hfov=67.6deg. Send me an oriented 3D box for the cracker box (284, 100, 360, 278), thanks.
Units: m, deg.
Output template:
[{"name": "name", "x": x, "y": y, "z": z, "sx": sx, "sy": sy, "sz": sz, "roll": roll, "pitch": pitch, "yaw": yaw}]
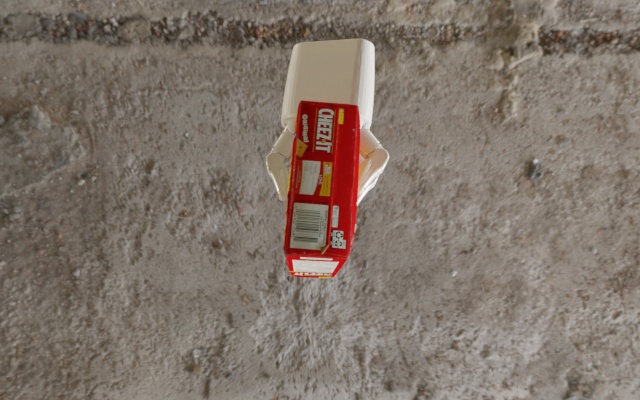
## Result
[{"name": "cracker box", "x": 0.000, "y": 0.002, "z": 0.573, "sx": 0.072, "sy": 0.164, "sz": 0.214, "roll": 4, "pitch": -14, "yaw": -1}]
